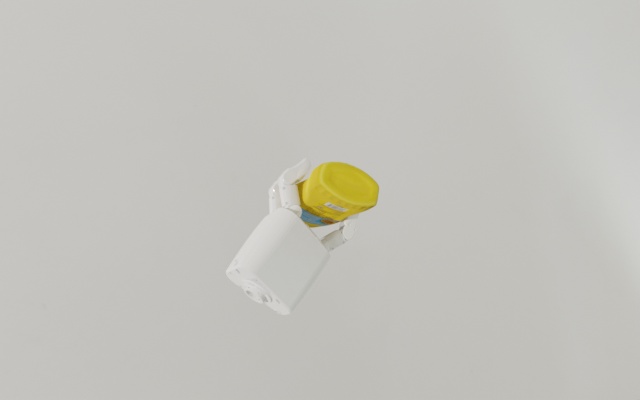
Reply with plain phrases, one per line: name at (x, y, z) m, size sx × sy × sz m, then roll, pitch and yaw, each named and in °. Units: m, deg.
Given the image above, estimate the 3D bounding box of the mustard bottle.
mustard bottle at (0.000, 0.002, 0.724) m, size 0.096 × 0.058 × 0.192 m, roll 19°, pitch -23°, yaw -21°
